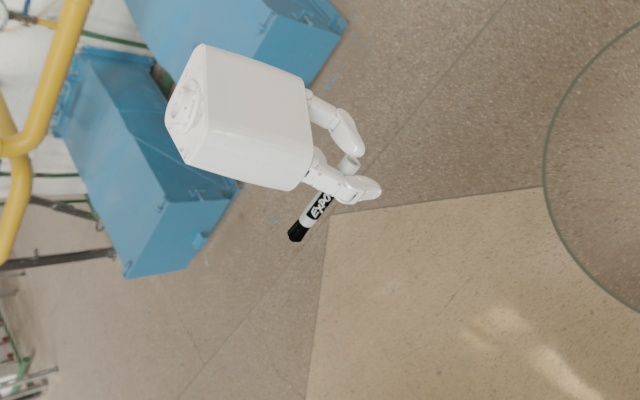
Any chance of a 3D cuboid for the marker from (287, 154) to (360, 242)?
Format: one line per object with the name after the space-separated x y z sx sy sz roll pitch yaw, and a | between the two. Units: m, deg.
0.000 0.002 0.499 0.020 0.020 0.121 0 -43 -46 | marker
